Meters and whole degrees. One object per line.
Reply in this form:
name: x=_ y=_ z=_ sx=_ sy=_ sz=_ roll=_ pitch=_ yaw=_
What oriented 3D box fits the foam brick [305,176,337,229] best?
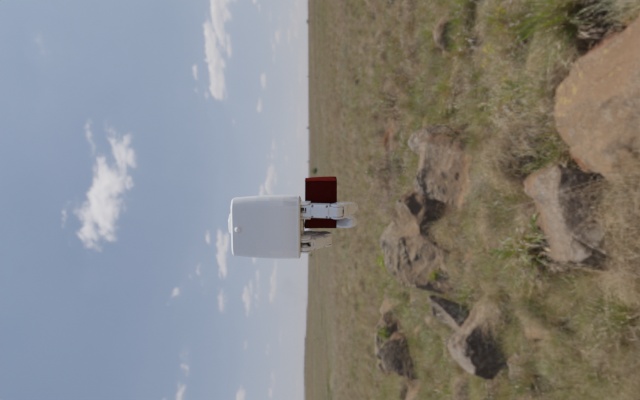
foam brick: x=0.000 y=0.002 z=0.764 sx=0.051 sy=0.078 sz=0.053 roll=0 pitch=9 yaw=0
